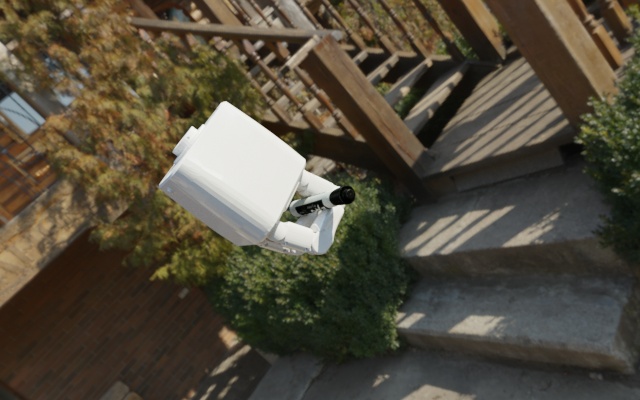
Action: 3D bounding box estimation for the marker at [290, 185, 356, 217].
[{"bbox_3d":[0.000,0.002,0.501,0.020,0.020,0.121,0,-7,-28],"label":"marker"}]
